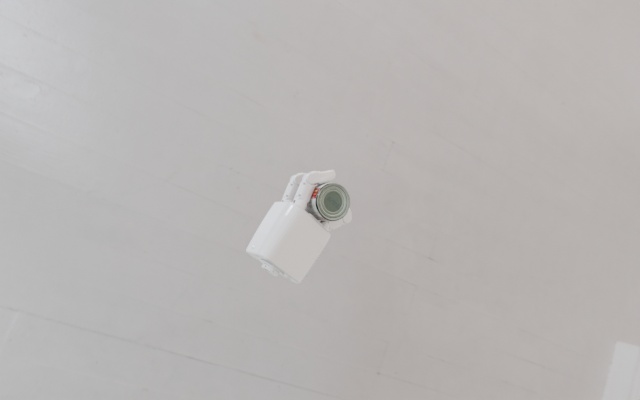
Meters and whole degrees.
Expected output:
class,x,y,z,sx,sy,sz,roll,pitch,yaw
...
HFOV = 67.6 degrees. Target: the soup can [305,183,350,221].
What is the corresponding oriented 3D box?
class,x,y,z,sx,sy,sz,roll,pitch,yaw
soup can,0.001,0.002,0.865,0.068,0.068,0.102,0,0,-26
